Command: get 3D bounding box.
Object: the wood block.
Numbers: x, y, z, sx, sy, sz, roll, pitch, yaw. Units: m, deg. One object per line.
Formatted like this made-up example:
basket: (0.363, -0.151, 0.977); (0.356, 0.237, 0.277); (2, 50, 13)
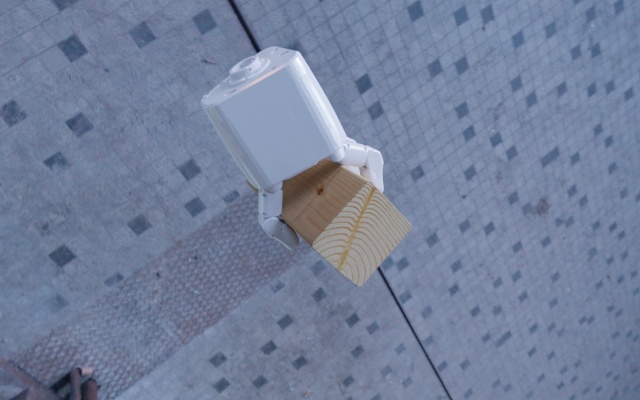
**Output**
wood block: (0.000, 0.002, 0.577); (0.090, 0.091, 0.206); (43, -3, -34)
